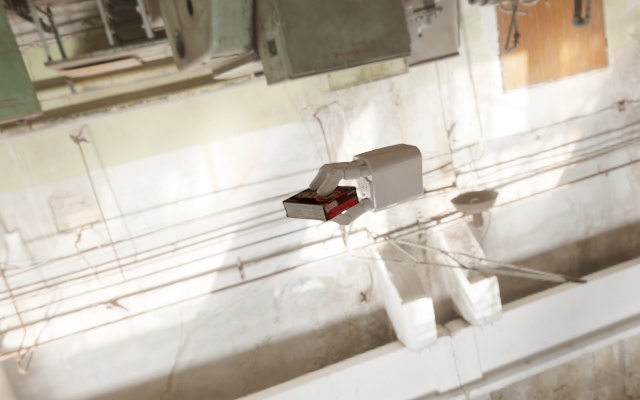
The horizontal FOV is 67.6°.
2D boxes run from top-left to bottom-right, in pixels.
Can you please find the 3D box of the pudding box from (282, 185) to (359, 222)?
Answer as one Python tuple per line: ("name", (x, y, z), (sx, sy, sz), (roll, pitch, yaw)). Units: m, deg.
("pudding box", (0.000, 0.003, 0.874), (0.090, 0.039, 0.113), (-27, 19, -40))
